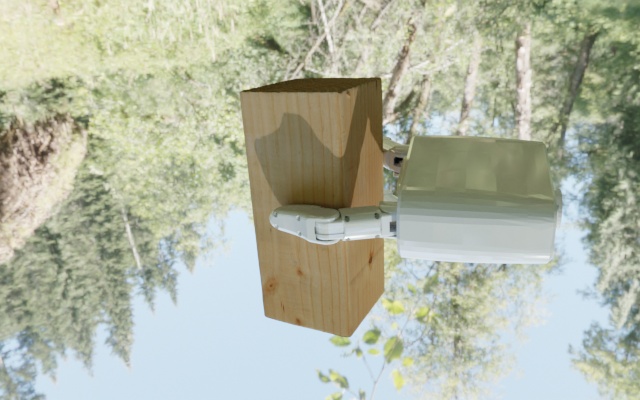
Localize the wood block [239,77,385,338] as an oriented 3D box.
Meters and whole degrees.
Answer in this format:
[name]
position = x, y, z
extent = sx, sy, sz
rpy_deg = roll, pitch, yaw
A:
[wood block]
position = 0.000, 0.002, 0.423
extent = 0.090, 0.206, 0.090
rpy_deg = 7, 22, 27
